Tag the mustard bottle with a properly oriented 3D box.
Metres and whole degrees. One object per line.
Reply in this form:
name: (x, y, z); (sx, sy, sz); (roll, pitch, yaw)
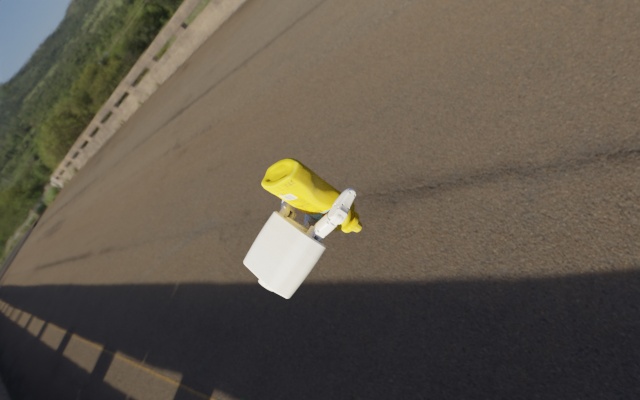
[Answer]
mustard bottle: (0.000, 0.002, 0.804); (0.192, 0.058, 0.096); (35, -26, -29)
